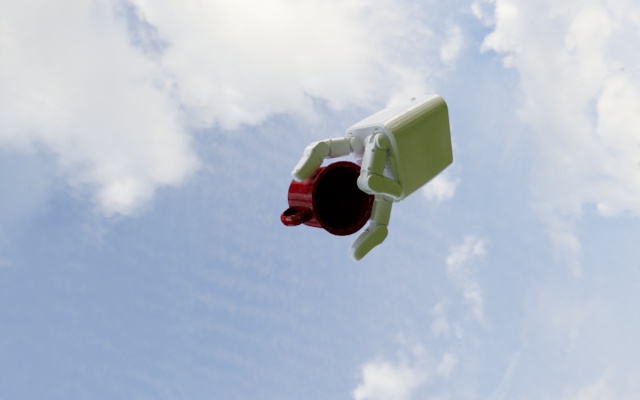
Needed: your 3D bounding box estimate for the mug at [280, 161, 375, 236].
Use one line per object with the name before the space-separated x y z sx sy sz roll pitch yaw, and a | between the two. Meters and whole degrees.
mug | -0.001 0.003 0.614 0.117 0.093 0.081 -32 17 -25
